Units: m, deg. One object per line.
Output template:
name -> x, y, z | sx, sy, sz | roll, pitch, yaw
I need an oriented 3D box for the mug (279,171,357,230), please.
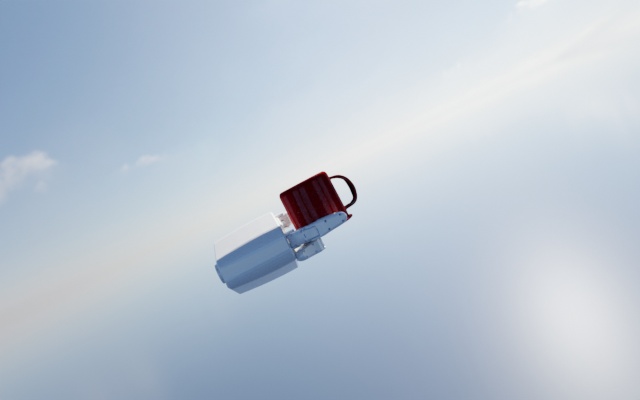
mug -> 0.001, 0.002, 0.726 | 0.117, 0.081, 0.093 | -28, 4, -7
